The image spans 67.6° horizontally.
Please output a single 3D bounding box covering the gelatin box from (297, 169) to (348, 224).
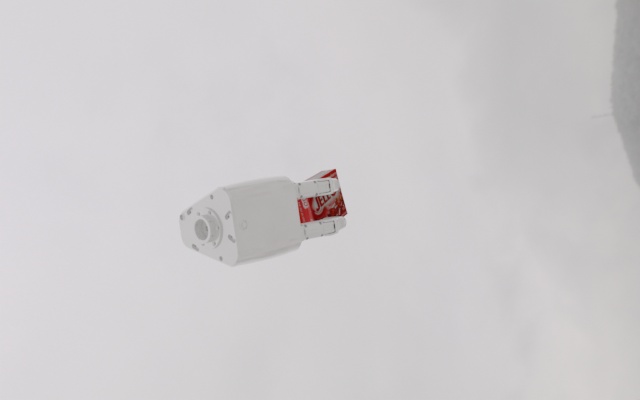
[{"bbox_3d":[0.000,0.002,0.686,0.030,0.073,0.089,-6,16,34],"label":"gelatin box"}]
